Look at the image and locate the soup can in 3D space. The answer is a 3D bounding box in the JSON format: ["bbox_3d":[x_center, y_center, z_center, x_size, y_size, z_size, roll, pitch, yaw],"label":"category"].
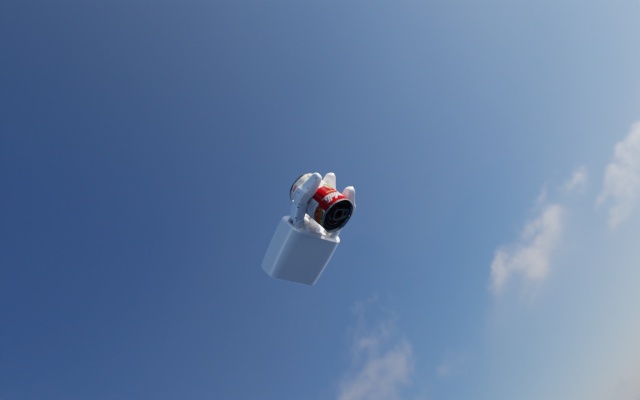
[{"bbox_3d":[0.000,0.002,0.857,0.068,0.068,0.102,0,29,-45],"label":"soup can"}]
